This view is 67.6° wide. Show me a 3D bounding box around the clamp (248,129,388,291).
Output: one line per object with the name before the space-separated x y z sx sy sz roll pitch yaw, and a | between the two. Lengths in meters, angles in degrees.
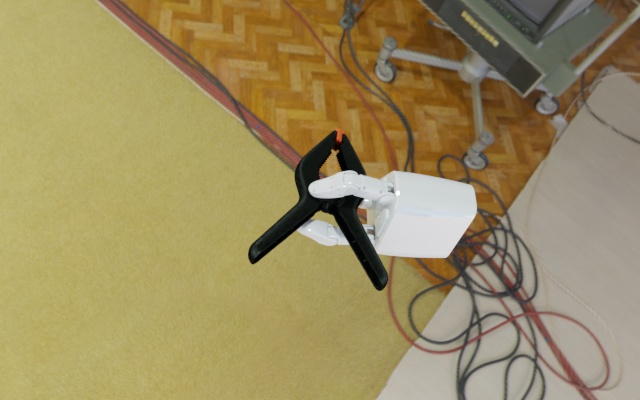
clamp | 0.001 0.001 0.586 0.164 0.209 0.036 8 -28 -12
